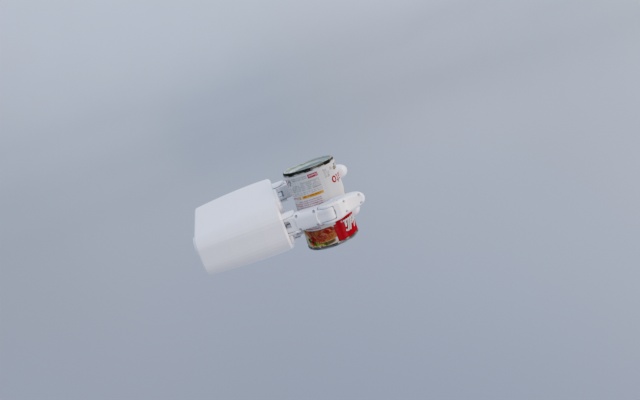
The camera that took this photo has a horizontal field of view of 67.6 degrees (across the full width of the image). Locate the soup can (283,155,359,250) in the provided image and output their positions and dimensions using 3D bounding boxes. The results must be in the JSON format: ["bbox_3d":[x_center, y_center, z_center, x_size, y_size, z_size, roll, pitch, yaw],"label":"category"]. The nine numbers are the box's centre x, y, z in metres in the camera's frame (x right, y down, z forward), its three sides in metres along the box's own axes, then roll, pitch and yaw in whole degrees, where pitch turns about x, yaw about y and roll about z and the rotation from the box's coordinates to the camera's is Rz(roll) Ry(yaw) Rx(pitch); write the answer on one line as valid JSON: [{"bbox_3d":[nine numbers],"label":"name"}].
[{"bbox_3d":[0.000,0.002,0.600,0.068,0.102,0.068,-19,12,4],"label":"soup can"}]
